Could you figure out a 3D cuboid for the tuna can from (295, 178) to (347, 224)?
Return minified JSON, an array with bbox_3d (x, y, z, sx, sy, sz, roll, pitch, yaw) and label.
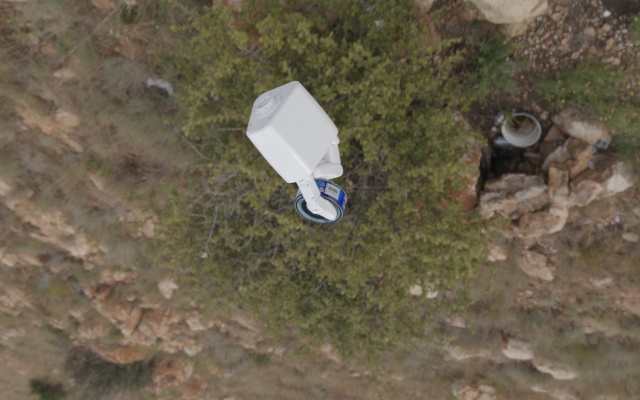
[{"bbox_3d":[0.000,0.003,0.807,0.086,0.033,0.086,10,-35,7],"label":"tuna can"}]
